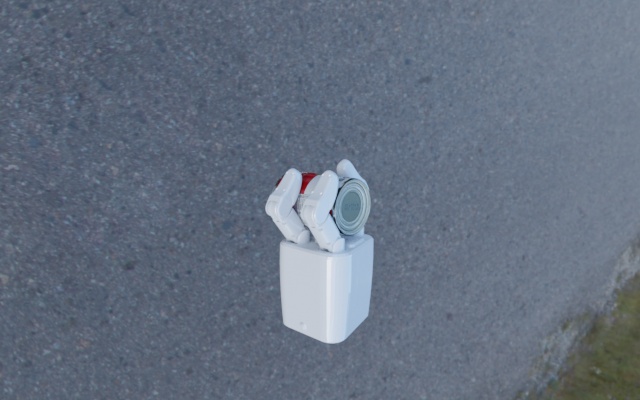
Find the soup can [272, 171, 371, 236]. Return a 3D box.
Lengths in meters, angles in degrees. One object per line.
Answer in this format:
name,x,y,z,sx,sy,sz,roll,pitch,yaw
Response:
soup can,0.000,0.001,0.571,0.102,0.068,0.068,9,6,42
